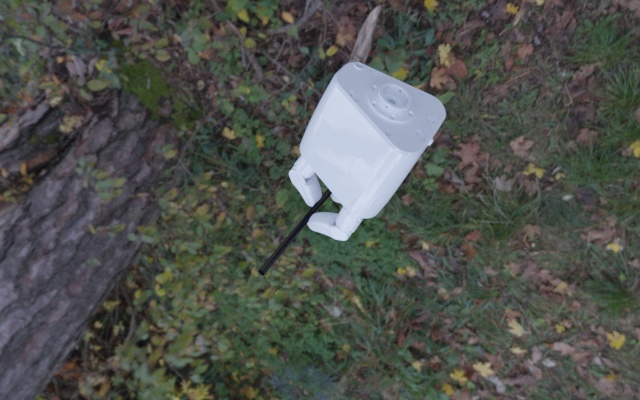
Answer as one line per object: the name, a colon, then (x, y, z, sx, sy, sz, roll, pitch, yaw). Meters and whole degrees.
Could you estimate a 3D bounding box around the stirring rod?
stirring rod: (0.000, 0.002, 0.572, 0.011, 0.011, 0.239, 0, 38, 41)
